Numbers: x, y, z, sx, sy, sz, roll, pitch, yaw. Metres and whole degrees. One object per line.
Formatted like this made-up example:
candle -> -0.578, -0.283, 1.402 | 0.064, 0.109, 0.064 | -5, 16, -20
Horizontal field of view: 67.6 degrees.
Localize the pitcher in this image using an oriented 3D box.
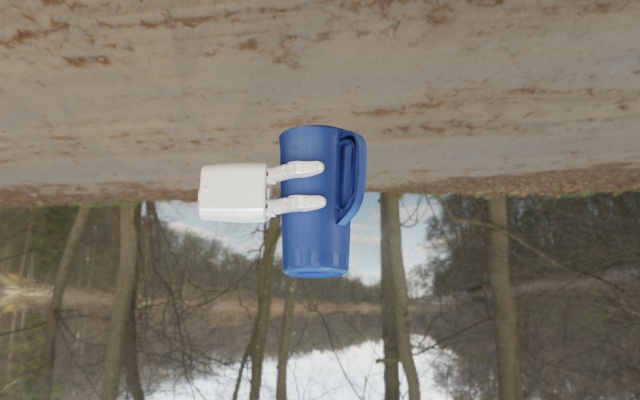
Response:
pitcher -> 0.000, 0.003, 0.796 | 0.145, 0.242, 0.149 | 0, -13, 0
